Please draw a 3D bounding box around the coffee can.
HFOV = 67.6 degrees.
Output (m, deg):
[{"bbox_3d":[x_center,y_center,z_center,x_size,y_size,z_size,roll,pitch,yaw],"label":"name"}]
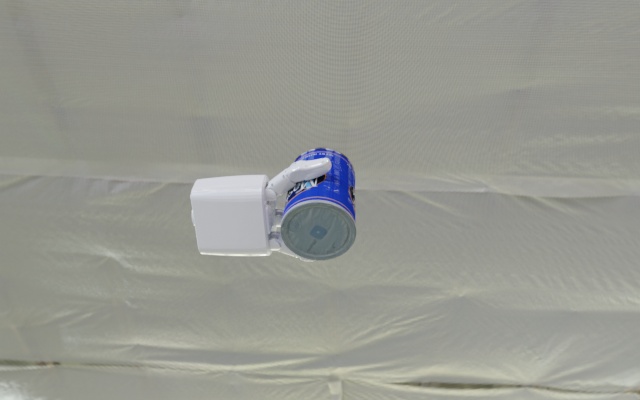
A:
[{"bbox_3d":[0.000,0.002,0.695,0.103,0.103,0.140,0,37,3],"label":"coffee can"}]
